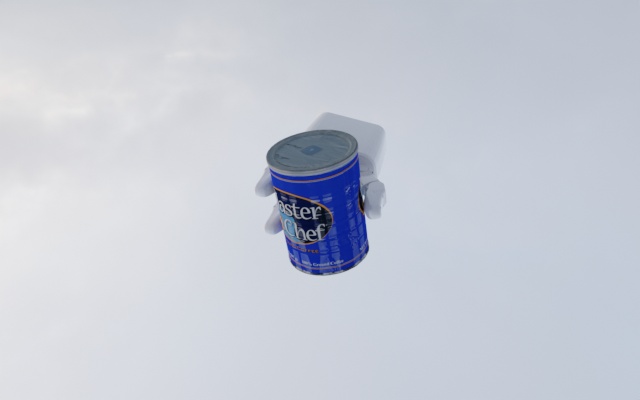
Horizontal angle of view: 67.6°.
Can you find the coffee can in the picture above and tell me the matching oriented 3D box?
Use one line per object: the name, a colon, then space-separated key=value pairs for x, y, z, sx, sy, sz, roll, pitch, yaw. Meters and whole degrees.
coffee can: x=0.000 y=0.002 z=0.560 sx=0.103 sy=0.140 sz=0.102 roll=-7 pitch=31 yaw=4
